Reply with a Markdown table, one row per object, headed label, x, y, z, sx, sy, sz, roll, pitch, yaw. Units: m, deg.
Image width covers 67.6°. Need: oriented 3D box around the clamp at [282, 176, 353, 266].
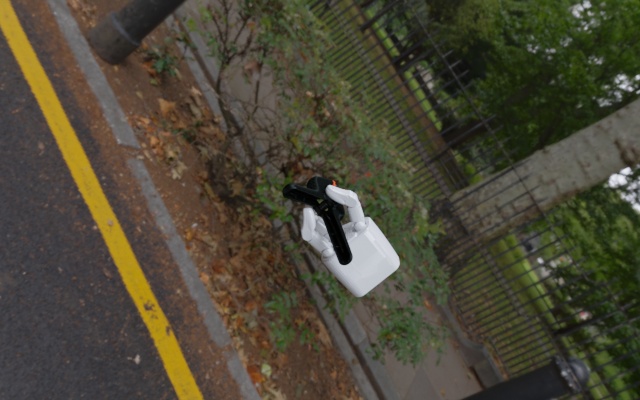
| label | x | y | z | sx | sy | sz | roll | pitch | yaw |
| --- | --- | --- | --- | --- | --- | --- | --- | --- | --- |
| clamp | 0.001 | 0.002 | 0.840 | 0.036 | 0.164 | 0.210 | -34 | 20 | 18 |
